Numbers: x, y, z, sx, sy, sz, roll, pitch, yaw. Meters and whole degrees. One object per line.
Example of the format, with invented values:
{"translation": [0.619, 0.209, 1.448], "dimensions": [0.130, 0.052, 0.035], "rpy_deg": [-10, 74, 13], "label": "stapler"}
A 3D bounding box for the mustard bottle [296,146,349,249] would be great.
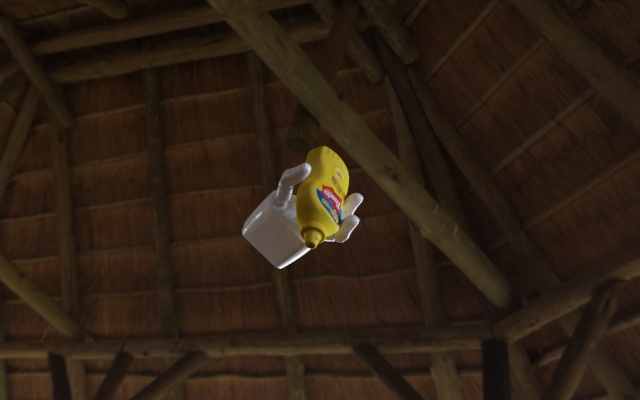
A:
{"translation": [0.000, 0.002, 0.786], "dimensions": [0.058, 0.096, 0.191], "rpy_deg": [-15, 38, 26], "label": "mustard bottle"}
